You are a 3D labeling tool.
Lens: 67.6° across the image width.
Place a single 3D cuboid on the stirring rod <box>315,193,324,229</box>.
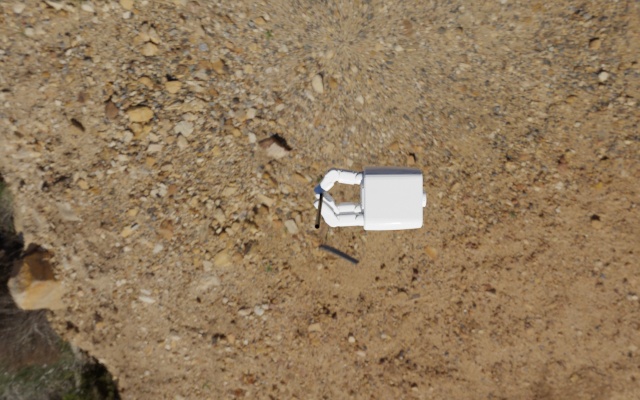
[{"bbox_3d":[0.000,0.003,0.850,0.011,0.011,0.239,0,18,3],"label":"stirring rod"}]
